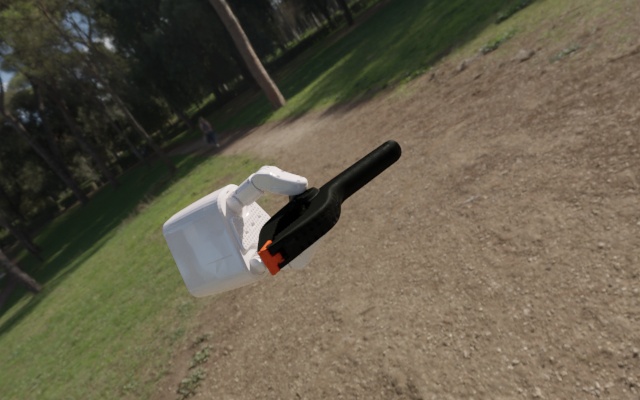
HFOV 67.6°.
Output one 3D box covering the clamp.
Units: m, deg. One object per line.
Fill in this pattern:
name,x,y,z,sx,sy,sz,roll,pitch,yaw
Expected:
clamp,-0.001,0.001,0.516,0.164,0.036,0.210,-22,19,29
